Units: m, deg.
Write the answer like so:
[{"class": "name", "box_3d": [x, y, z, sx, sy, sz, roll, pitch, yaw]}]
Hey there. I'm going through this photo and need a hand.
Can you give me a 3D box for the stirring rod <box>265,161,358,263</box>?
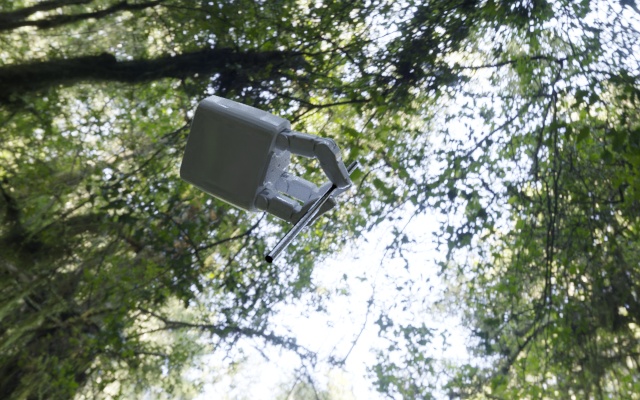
[{"class": "stirring rod", "box_3d": [0.000, 0.002, 0.513, 0.011, 0.011, 0.239, 0, 24, 24]}]
